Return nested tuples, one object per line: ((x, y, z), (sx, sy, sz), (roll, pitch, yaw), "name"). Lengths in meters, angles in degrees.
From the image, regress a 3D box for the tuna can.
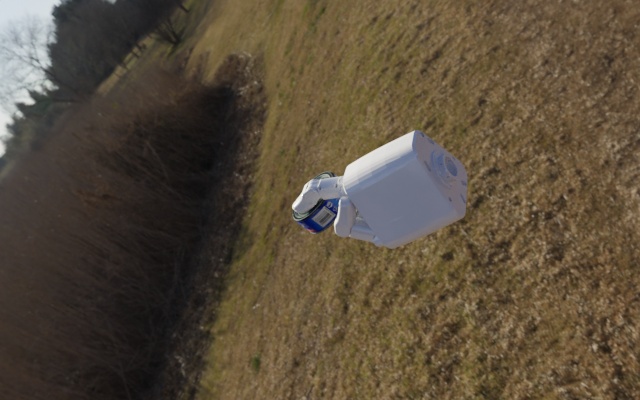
((0.000, 0.002, 0.667), (0.034, 0.086, 0.086), (37, -17, -23), "tuna can")
